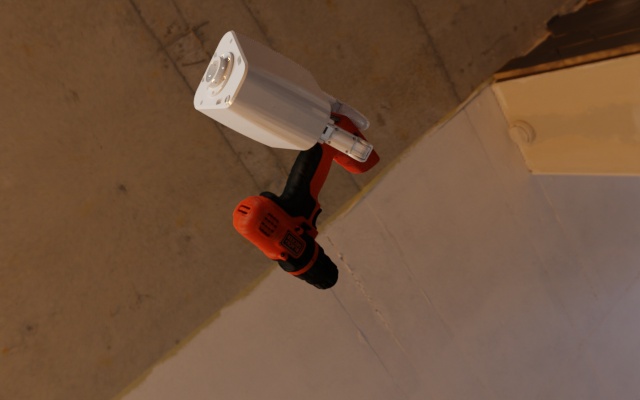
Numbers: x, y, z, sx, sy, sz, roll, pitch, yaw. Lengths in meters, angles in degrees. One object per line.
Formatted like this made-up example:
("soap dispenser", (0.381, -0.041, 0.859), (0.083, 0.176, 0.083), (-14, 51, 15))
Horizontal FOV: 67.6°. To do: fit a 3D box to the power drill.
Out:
("power drill", (0.000, 0.001, 0.586), (0.057, 0.187, 0.184), (15, -22, 42))
